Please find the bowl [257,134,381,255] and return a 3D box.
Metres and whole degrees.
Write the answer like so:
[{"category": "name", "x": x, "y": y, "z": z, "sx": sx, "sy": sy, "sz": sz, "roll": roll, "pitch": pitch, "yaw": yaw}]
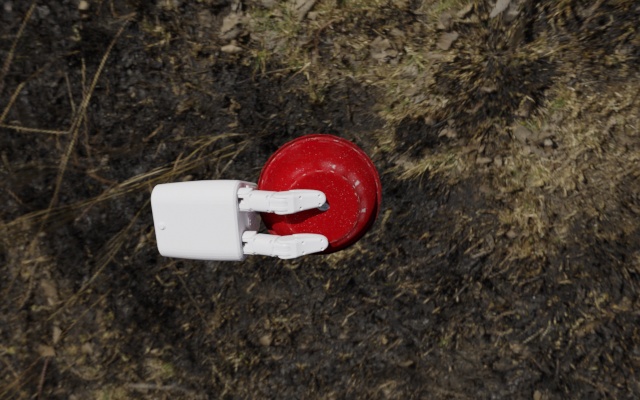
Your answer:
[{"category": "bowl", "x": 0.001, "y": 0.002, "z": 0.591, "sx": 0.162, "sy": 0.162, "sz": 0.055, "roll": 0, "pitch": 16, "yaw": -3}]
